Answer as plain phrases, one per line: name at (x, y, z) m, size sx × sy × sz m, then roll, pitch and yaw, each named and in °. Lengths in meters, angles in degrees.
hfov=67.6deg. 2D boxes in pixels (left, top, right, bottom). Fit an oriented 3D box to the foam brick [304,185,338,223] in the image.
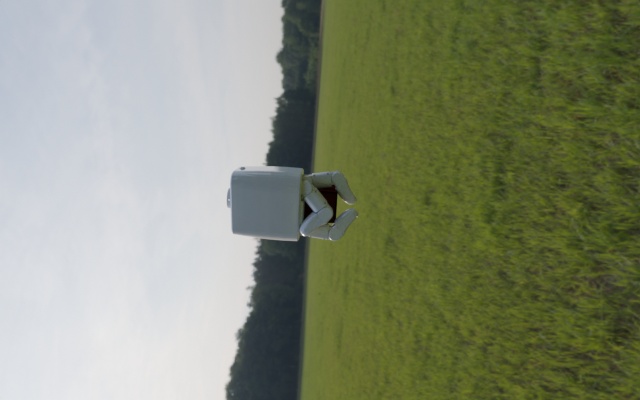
foam brick at (0.000, 0.003, 0.785) m, size 0.051 × 0.053 × 0.078 m, roll 3°, pitch 10°, yaw -1°
